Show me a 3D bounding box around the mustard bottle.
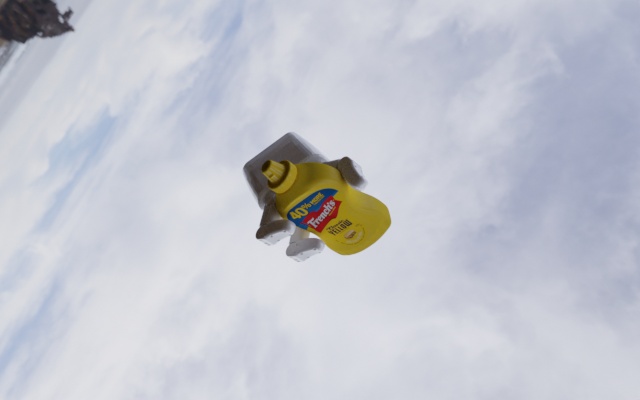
[{"bbox_3d":[0.000,0.002,0.620,0.096,0.058,0.192,-35,-50,27],"label":"mustard bottle"}]
